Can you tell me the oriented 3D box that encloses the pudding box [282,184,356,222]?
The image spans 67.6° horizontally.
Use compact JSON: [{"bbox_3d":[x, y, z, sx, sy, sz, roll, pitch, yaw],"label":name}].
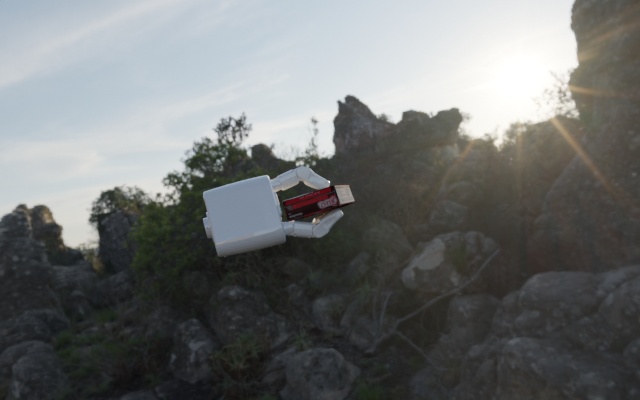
[{"bbox_3d":[0.000,0.002,0.775,0.090,0.039,0.113,-16,0,17],"label":"pudding box"}]
